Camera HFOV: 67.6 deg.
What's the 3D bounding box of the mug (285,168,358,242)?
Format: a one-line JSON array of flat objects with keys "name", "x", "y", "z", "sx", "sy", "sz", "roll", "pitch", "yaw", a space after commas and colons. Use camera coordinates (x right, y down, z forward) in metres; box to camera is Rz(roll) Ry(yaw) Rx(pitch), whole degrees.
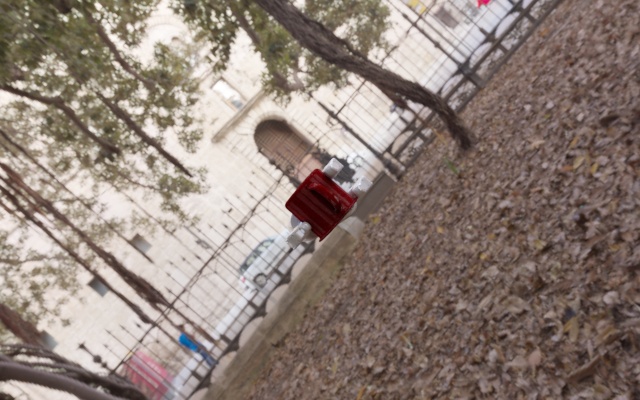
[{"name": "mug", "x": 0.000, "y": 0.002, "z": 0.736, "sx": 0.081, "sy": 0.093, "sz": 0.117, "roll": 41, "pitch": -13, "yaw": -1}]
